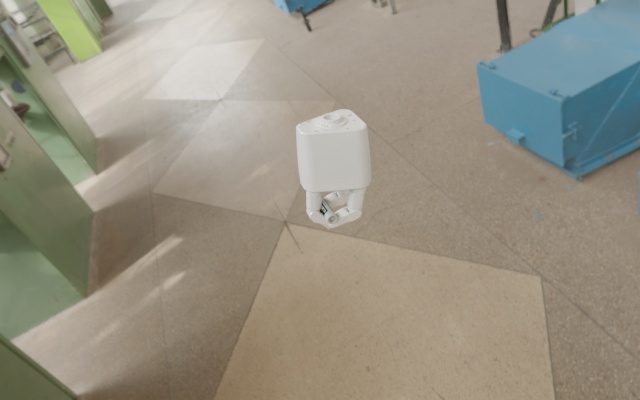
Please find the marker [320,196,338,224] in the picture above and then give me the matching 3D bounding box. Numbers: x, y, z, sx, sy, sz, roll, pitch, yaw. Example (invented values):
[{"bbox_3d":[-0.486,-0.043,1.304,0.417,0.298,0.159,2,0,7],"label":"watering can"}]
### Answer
[{"bbox_3d":[0.000,0.003,0.843,0.020,0.020,0.121,0,29,-22],"label":"marker"}]
